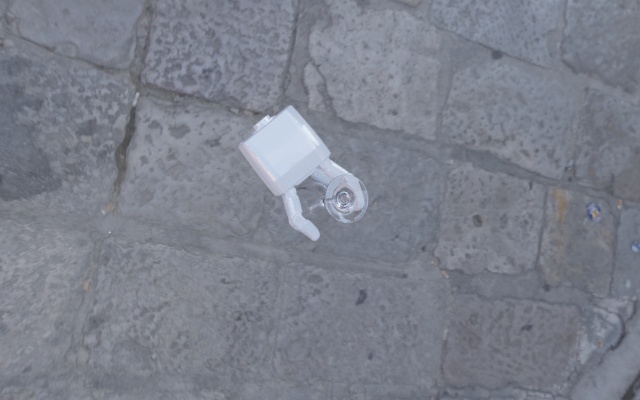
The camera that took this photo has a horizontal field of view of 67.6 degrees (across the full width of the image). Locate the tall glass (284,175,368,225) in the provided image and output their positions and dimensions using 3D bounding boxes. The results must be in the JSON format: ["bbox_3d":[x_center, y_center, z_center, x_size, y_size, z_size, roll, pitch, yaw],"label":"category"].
[{"bbox_3d":[0.000,0.003,0.816,0.079,0.079,0.201,0,-3,-24],"label":"tall glass"}]
